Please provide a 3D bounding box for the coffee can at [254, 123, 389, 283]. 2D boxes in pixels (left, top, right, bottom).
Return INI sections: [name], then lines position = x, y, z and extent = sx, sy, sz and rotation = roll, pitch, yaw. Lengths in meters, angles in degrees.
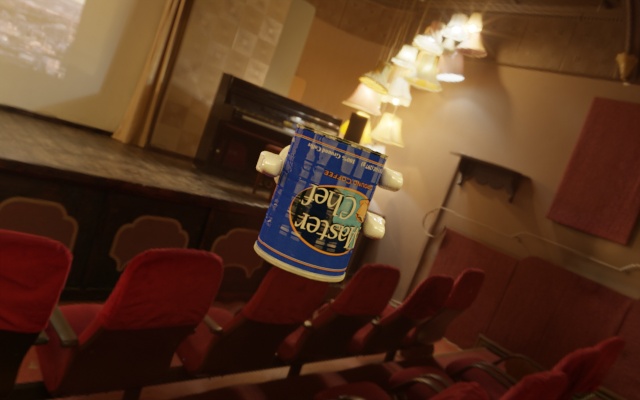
[coffee can]
position = 0.000, 0.002, 0.508
extent = 0.103, 0.140, 0.103
rotation = 20, 7, -2
